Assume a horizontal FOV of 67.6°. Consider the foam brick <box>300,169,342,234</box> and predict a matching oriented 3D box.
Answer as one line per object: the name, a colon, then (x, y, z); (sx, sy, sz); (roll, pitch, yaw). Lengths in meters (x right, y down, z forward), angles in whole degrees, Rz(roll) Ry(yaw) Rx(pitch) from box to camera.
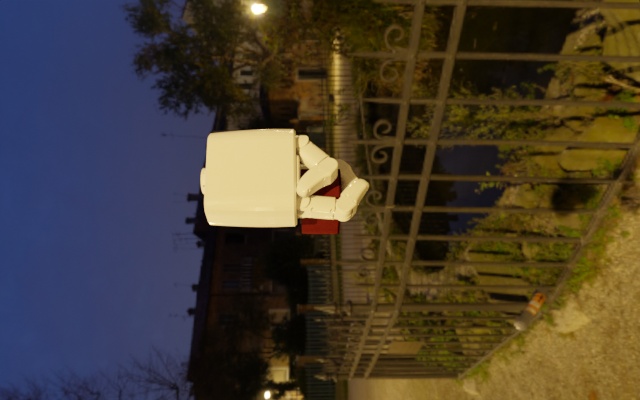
foam brick: (0.000, 0.002, 0.619); (0.051, 0.053, 0.078); (-2, -36, -2)
